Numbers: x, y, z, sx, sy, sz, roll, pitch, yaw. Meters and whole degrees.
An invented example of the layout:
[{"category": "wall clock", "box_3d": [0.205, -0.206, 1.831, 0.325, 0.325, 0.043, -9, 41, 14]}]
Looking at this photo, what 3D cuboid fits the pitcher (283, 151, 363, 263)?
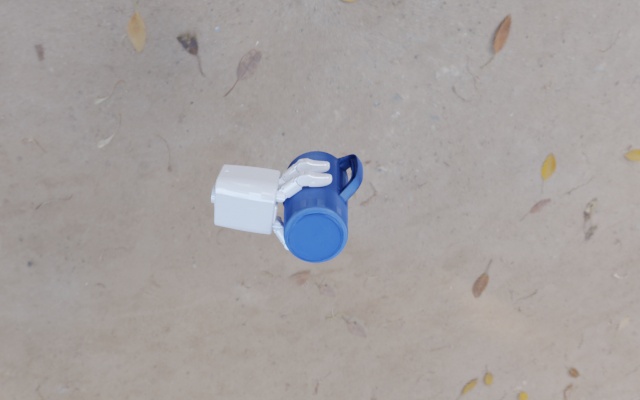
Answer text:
[{"category": "pitcher", "box_3d": [0.000, 0.003, 0.887, 0.145, 0.149, 0.242, 9, 25, -5]}]
